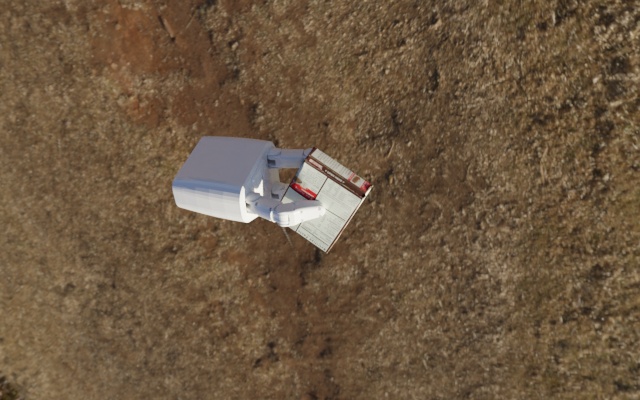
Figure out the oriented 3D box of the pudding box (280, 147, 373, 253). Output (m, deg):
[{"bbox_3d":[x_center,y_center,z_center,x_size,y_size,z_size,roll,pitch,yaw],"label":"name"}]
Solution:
[{"bbox_3d":[0.000,0.002,0.611,0.090,0.114,0.039,33,40,2],"label":"pudding box"}]
